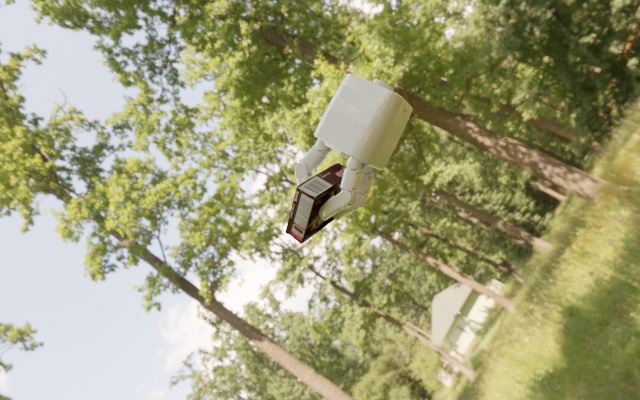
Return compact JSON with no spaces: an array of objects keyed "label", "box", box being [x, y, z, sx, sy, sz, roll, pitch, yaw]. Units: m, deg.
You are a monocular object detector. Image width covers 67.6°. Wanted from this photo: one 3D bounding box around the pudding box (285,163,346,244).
[{"label":"pudding box","box":[0.000,0.002,0.728,0.039,0.090,0.113,32,38,23]}]
